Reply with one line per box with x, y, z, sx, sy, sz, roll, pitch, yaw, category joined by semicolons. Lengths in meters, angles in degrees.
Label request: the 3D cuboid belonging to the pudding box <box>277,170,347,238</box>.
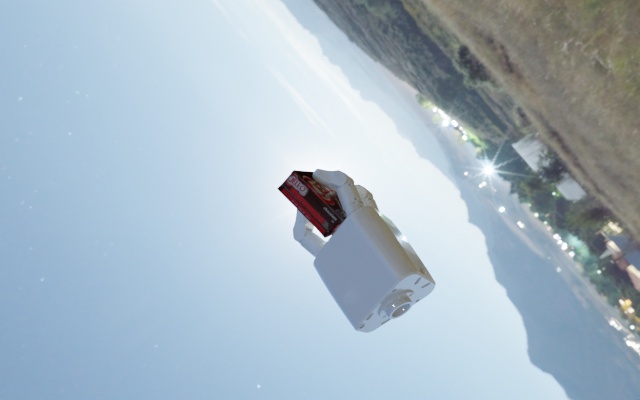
0.000;0.002;0.643;0.039;0.090;0.113;-45;-9;10;pudding box
